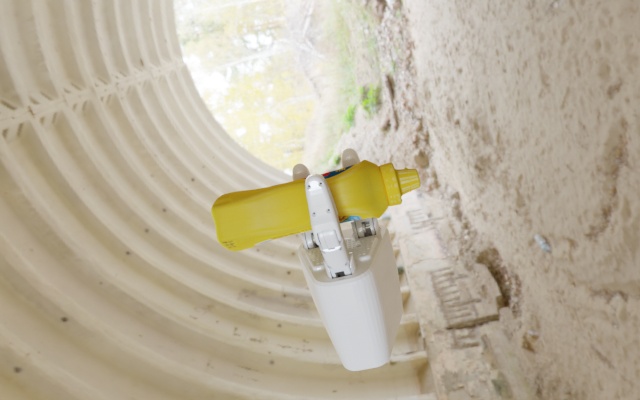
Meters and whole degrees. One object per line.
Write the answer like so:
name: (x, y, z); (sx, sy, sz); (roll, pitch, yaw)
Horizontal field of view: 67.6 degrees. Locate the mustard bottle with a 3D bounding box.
mustard bottle: (0.000, 0.001, 0.460); (0.191, 0.058, 0.096); (-13, -4, 7)
